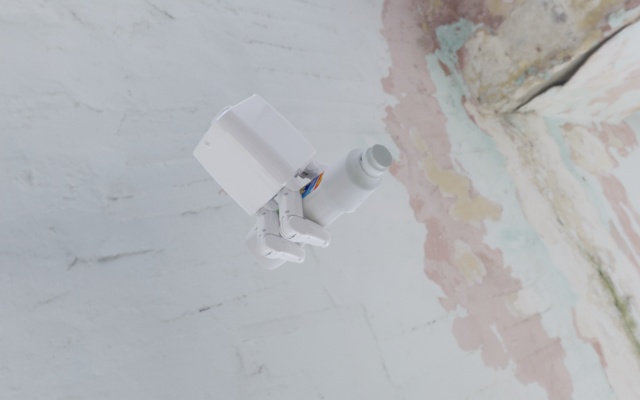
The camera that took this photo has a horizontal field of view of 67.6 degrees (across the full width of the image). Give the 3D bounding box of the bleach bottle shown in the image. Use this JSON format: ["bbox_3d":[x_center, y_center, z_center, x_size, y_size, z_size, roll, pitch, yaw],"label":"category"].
[{"bbox_3d":[0.000,0.002,0.592,0.251,0.068,0.102,-38,9,46],"label":"bleach bottle"}]
